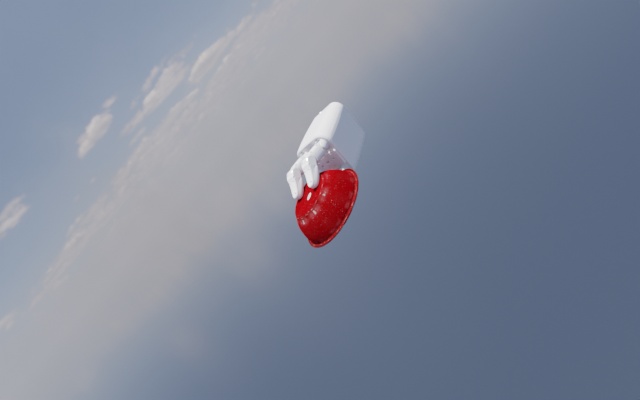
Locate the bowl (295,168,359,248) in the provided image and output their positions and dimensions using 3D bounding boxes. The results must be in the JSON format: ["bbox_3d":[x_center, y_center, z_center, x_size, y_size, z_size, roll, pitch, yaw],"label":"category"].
[{"bbox_3d":[0.000,0.004,0.876,0.055,0.162,0.162,27,-11,-23],"label":"bowl"}]
